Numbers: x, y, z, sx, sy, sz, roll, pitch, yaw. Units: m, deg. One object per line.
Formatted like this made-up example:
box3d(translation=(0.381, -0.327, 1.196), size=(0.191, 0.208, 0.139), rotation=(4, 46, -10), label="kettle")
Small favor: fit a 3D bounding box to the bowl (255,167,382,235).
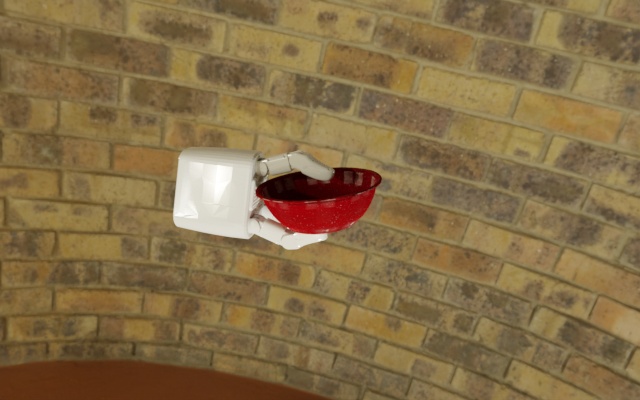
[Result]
box3d(translation=(0.001, 0.002, 0.613), size=(0.162, 0.055, 0.162), rotation=(-6, 16, 2), label="bowl")
